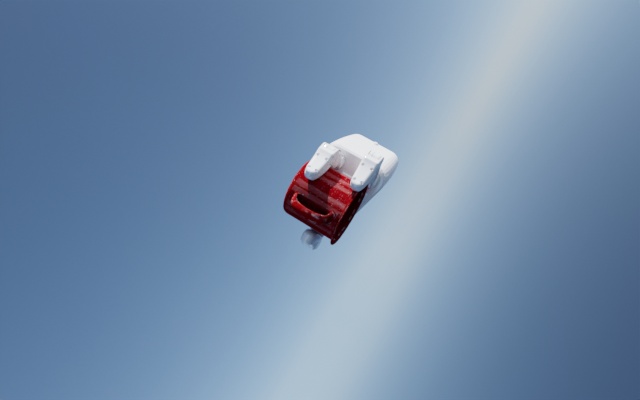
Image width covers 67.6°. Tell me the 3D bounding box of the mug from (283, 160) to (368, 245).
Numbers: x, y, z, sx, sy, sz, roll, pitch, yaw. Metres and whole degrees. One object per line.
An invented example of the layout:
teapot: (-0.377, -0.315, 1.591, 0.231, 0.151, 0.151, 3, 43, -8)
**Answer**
mug: (-0.001, 0.002, 0.618, 0.081, 0.093, 0.117, 30, 25, 11)
